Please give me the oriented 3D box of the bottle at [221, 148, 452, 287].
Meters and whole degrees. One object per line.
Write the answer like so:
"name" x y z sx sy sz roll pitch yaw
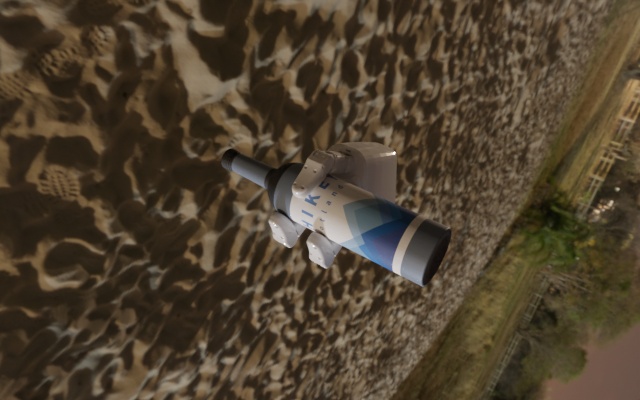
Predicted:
"bottle" 0.000 0.002 0.552 0.295 0.069 0.069 25 12 26
